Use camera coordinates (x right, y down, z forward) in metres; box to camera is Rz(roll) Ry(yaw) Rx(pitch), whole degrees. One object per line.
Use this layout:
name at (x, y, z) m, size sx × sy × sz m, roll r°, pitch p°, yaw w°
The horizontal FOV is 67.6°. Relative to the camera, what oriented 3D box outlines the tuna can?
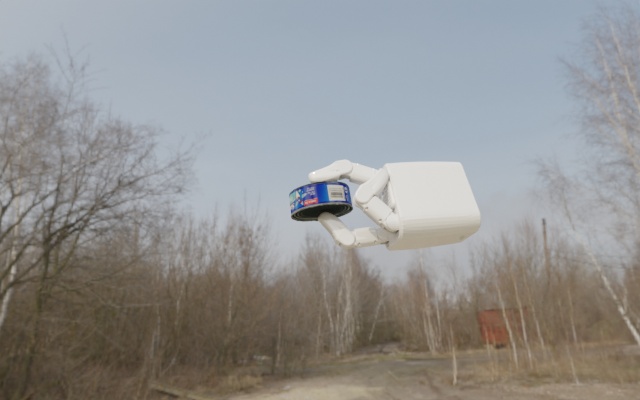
tuna can at (0.000, 0.002, 0.654) m, size 0.086 × 0.033 × 0.086 m, roll -8°, pitch -15°, yaw -2°
